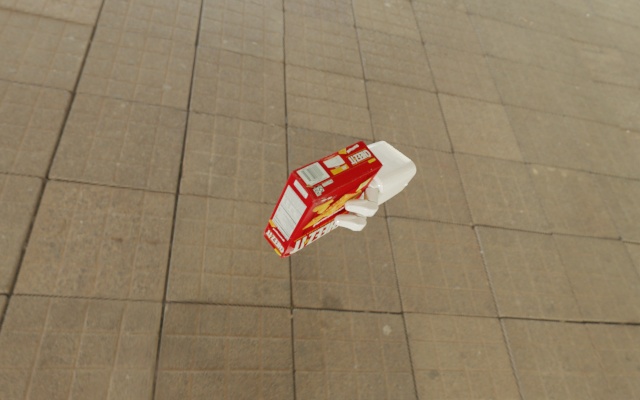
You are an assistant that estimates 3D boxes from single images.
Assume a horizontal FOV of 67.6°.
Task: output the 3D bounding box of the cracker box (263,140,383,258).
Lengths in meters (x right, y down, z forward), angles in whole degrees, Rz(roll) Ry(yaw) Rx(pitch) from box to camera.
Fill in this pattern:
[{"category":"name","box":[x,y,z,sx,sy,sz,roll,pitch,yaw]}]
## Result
[{"category":"cracker box","box":[0.000,0.003,0.874,0.164,0.072,0.214,-27,-20,-33]}]
